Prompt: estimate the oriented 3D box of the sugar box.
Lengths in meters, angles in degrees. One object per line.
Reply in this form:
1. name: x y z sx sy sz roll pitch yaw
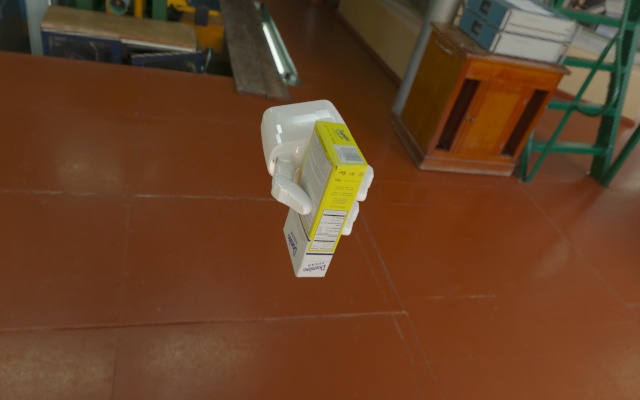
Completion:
1. sugar box: 0.001 0.002 0.589 0.048 0.176 0.093 2 39 -19
